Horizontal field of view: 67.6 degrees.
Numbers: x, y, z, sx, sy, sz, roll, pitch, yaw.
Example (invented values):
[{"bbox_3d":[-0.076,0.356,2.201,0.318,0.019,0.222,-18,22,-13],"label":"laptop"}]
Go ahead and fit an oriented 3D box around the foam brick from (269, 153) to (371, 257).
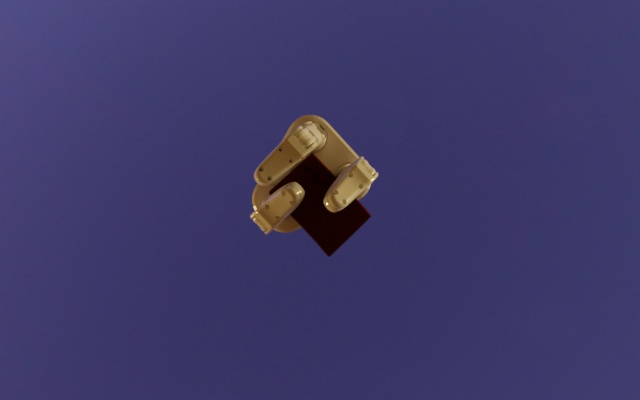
[{"bbox_3d":[0.000,0.002,0.431,0.053,0.078,0.051,-42,3,4],"label":"foam brick"}]
